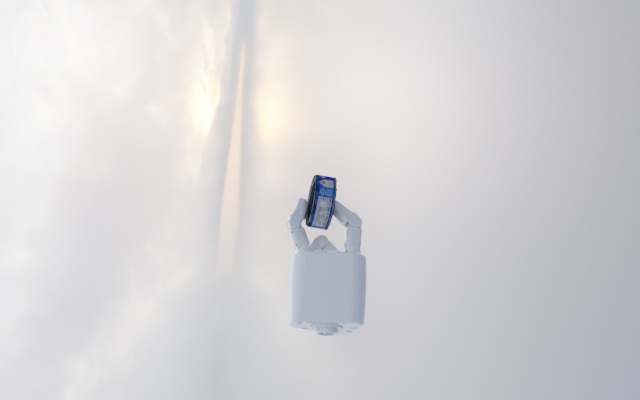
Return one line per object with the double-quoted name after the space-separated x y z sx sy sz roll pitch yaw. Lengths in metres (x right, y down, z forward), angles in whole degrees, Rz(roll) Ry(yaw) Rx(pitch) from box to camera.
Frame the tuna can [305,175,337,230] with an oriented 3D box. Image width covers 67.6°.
0.000 0.002 0.758 0.034 0.086 0.086 10 -1 -8 "tuna can"
